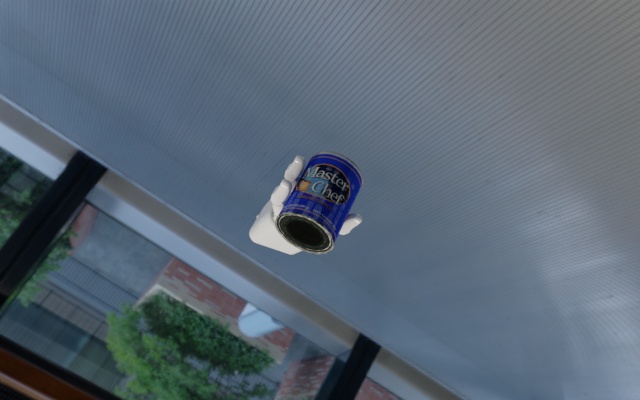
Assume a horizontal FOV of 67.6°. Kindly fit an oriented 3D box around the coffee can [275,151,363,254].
[{"bbox_3d":[0.000,0.002,0.792,0.103,0.140,0.103,18,-35,13],"label":"coffee can"}]
